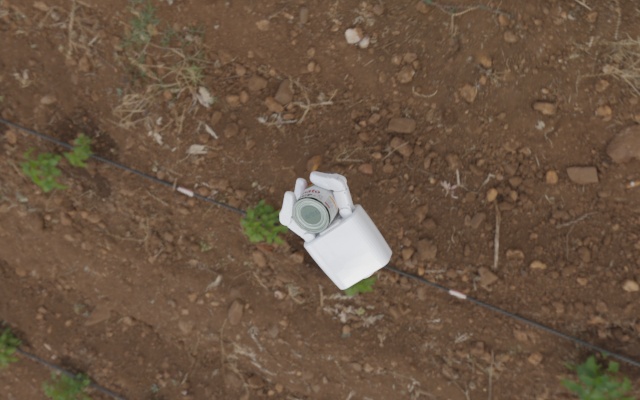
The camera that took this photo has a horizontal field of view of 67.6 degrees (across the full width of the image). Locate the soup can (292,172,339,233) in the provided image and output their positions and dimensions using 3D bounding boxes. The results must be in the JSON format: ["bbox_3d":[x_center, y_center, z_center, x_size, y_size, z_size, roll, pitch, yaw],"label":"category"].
[{"bbox_3d":[0.000,0.002,0.810,0.068,0.068,0.102,0,27,22],"label":"soup can"}]
